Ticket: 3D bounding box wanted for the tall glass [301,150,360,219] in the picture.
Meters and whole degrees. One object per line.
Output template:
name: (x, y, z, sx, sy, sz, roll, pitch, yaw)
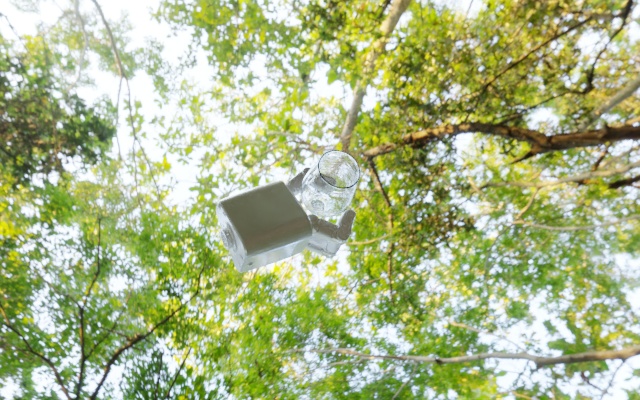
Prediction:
tall glass: (0.000, 0.003, 0.737, 0.079, 0.079, 0.201, 0, -28, -17)
